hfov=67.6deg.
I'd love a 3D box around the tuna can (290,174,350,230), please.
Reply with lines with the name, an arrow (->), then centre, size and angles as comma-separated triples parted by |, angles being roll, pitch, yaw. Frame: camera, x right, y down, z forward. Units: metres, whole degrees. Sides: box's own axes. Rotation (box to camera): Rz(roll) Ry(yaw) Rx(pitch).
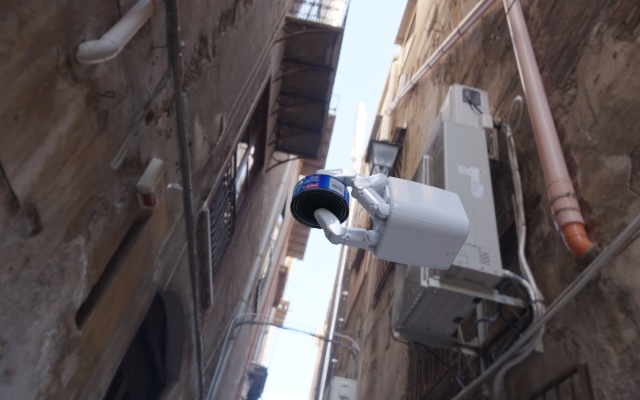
tuna can -> 0.000, 0.002, 0.692 | 0.086, 0.033, 0.086 | 4, -43, 4
